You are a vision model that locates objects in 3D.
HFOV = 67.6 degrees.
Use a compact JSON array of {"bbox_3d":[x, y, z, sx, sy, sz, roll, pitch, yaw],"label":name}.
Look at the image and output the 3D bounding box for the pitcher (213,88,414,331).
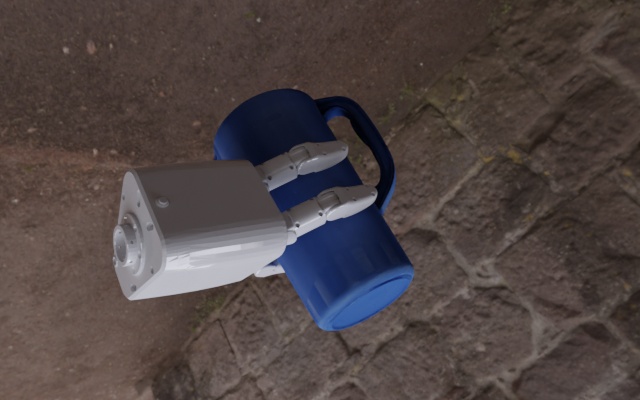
[{"bbox_3d":[0.000,0.002,0.506,0.145,0.242,0.149,-5,-37,-42],"label":"pitcher"}]
